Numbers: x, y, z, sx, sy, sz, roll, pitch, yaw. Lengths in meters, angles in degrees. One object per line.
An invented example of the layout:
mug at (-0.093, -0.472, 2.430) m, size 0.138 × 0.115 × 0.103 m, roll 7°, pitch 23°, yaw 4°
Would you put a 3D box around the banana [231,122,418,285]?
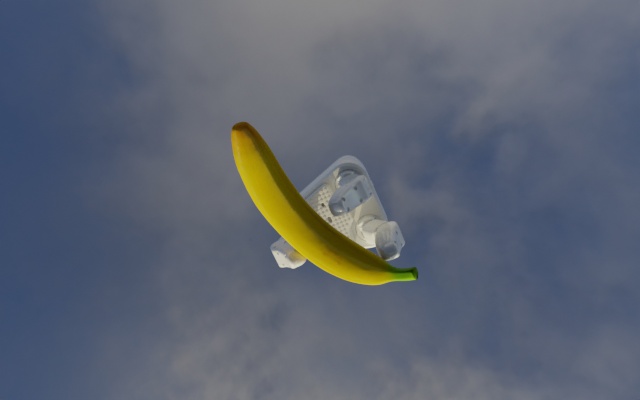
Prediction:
banana at (-0.008, 0.015, 0.415) m, size 0.070 × 0.198 × 0.037 m, roll -46°, pitch 9°, yaw 31°
